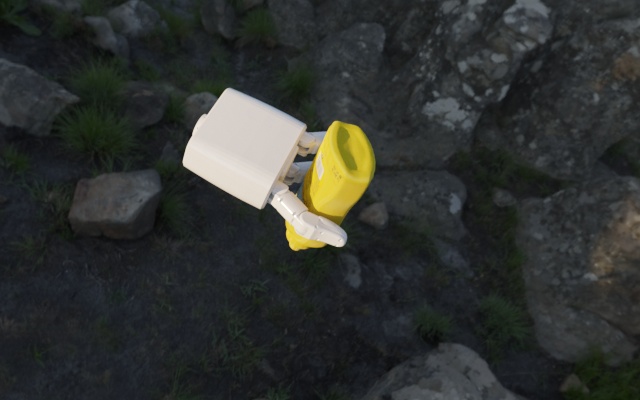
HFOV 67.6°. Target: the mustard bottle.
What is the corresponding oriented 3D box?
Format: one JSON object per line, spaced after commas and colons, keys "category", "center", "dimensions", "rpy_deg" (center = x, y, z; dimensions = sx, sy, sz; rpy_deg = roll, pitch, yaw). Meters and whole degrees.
{"category": "mustard bottle", "center": [0.001, 0.002, 0.590], "dimensions": [0.058, 0.096, 0.192], "rpy_deg": [10, -43, -21]}
